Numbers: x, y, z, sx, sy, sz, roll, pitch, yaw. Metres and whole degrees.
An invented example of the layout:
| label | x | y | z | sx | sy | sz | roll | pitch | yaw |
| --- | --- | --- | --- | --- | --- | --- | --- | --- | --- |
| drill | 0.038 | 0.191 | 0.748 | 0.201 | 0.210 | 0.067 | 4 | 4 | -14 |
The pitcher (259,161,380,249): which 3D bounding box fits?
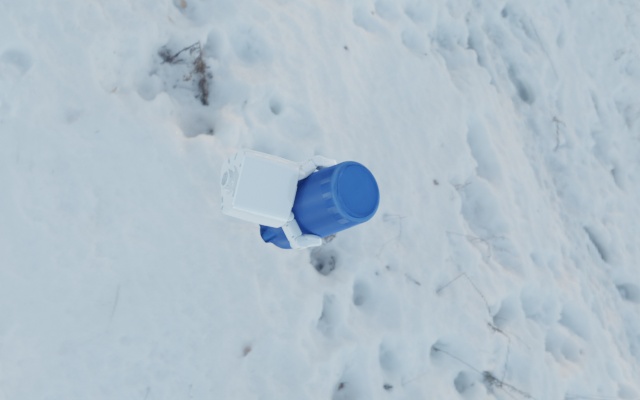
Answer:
| label | x | y | z | sx | sy | sz | roll | pitch | yaw |
| --- | --- | --- | --- | --- | --- | --- | --- | --- | --- |
| pitcher | 0.000 | 0.003 | 0.892 | 0.145 | 0.149 | 0.243 | 15 | -21 | -33 |
